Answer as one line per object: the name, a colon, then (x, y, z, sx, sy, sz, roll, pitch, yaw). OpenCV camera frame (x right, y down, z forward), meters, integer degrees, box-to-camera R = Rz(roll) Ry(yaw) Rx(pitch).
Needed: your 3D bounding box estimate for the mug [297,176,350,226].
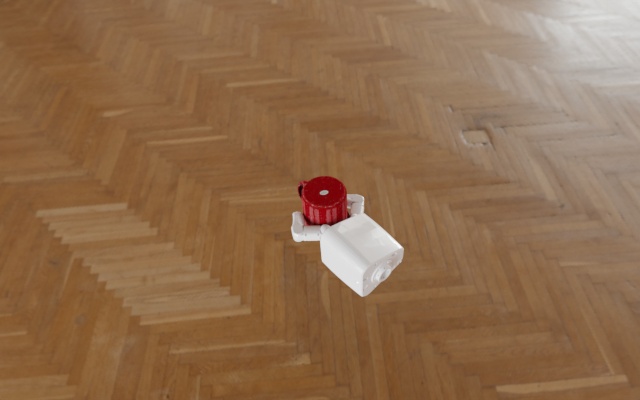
mug: (-0.001, 0.002, 0.885, 0.093, 0.082, 0.117, -34, 55, -25)
